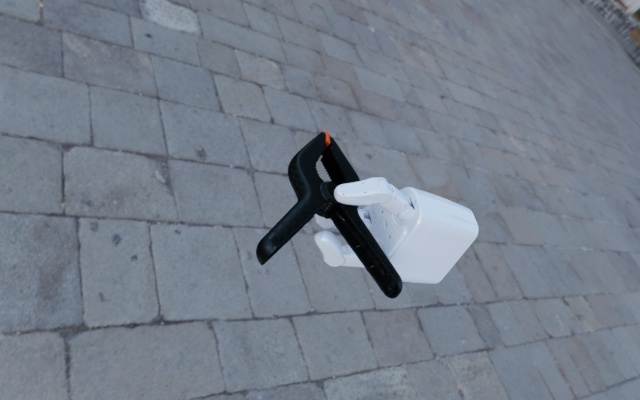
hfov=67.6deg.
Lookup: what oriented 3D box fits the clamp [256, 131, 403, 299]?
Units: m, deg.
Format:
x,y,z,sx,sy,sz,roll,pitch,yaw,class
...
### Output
x,y,z,sx,sy,sz,roll,pitch,yaw,class
0.001,0.001,0.520,0.164,0.209,0.036,14,-43,-31,clamp
